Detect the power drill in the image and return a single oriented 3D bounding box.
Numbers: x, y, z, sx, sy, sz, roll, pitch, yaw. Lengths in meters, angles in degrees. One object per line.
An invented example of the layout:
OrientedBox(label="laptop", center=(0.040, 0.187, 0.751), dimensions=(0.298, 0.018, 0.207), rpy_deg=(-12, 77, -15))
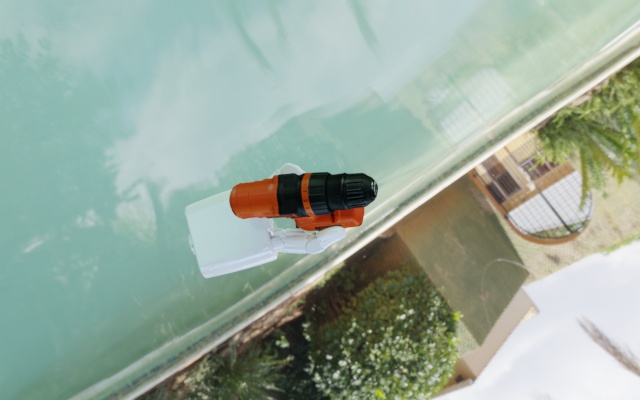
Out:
OrientedBox(label="power drill", center=(0.000, 0.002, 0.631), dimensions=(0.184, 0.057, 0.188), rpy_deg=(-3, -10, 19))
